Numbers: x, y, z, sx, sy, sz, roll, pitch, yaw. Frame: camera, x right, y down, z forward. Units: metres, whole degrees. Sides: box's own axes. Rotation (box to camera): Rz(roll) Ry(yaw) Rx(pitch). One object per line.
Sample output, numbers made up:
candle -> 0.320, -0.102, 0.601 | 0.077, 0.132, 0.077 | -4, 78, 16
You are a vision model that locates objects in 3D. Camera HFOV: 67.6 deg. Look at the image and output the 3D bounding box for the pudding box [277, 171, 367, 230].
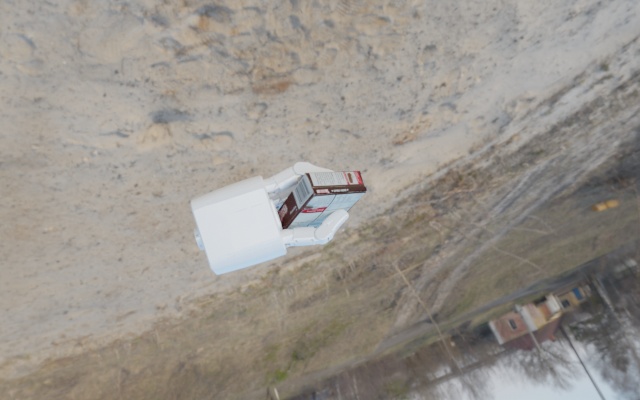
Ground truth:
pudding box -> 0.000, 0.002, 0.685 | 0.090, 0.039, 0.113 | -5, -26, -31
